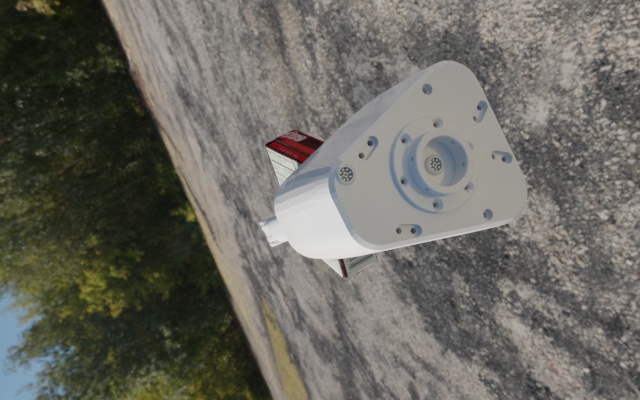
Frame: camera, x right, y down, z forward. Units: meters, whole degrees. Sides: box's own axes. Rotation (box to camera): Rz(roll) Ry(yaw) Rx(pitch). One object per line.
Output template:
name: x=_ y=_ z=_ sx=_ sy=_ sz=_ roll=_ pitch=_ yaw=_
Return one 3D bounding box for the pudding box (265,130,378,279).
pudding box: x=0.000 y=0.001 z=0.418 sx=0.039 sy=0.113 sz=0.090 roll=-27 pitch=30 yaw=-20
